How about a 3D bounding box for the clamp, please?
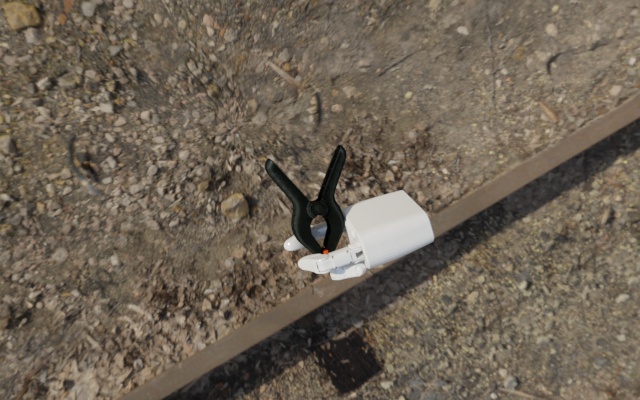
[{"bbox_3d":[0.000,0.003,0.699,0.120,0.171,0.039,-20,12,-6],"label":"clamp"}]
